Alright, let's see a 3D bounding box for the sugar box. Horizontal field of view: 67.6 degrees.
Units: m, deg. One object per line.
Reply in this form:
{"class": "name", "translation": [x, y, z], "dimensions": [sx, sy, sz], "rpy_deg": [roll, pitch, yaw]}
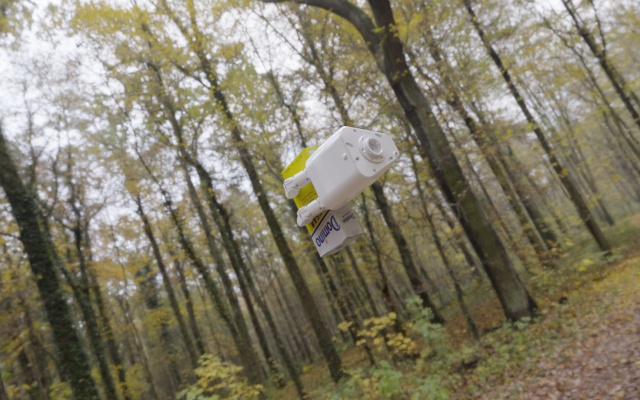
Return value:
{"class": "sugar box", "translation": [0.000, 0.003, 0.844], "dimensions": [0.048, 0.176, 0.093], "rpy_deg": [-13, -19, -37]}
